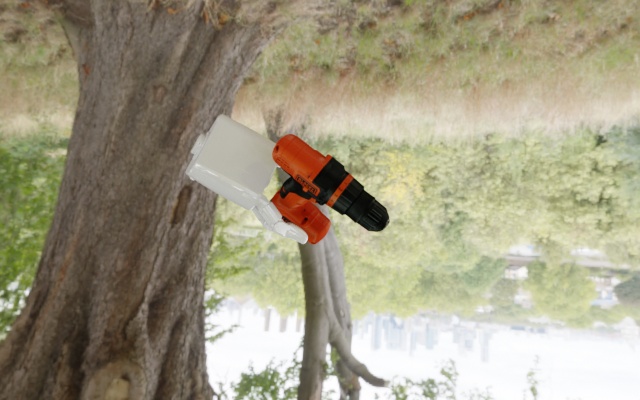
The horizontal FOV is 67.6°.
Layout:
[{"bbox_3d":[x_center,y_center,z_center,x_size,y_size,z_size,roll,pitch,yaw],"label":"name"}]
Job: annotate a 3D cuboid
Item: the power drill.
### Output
[{"bbox_3d":[0.000,0.002,0.703,0.184,0.057,0.188,39,-27,3],"label":"power drill"}]
